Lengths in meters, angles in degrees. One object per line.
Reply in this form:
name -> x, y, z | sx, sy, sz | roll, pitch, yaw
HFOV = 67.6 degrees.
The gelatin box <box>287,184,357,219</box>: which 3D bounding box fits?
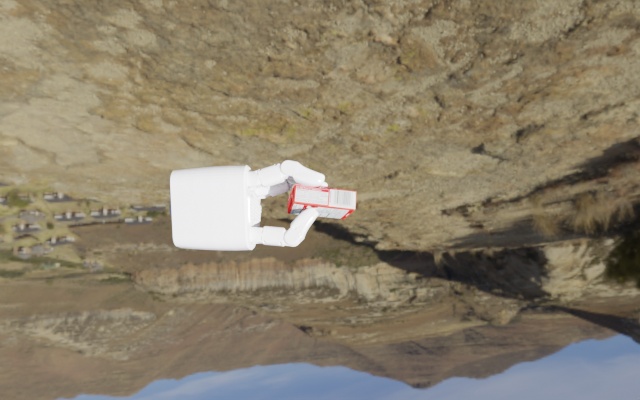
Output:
gelatin box -> 0.000, 0.003, 0.674 | 0.089, 0.030, 0.073 | 7, -13, -7
